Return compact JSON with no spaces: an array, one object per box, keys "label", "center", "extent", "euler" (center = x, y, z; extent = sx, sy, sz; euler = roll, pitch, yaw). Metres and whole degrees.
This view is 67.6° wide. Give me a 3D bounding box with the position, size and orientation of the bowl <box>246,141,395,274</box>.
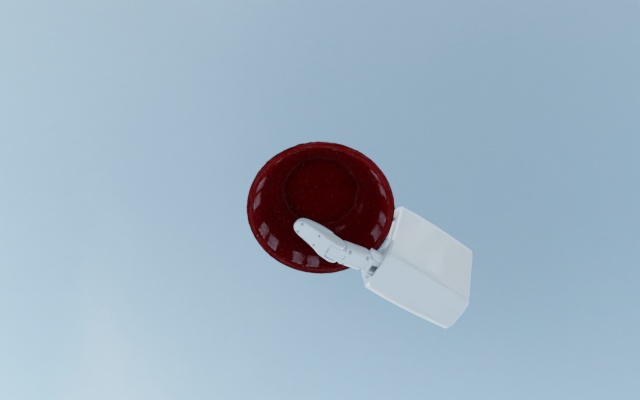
[{"label":"bowl","center":[-0.001,0.001,0.542],"extent":[0.162,0.162,0.055],"euler":[0,27,0]}]
